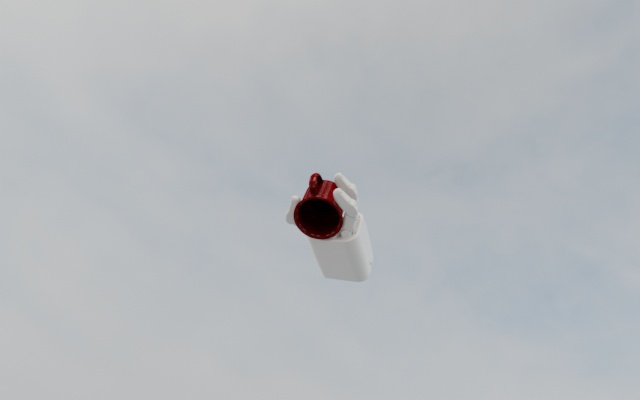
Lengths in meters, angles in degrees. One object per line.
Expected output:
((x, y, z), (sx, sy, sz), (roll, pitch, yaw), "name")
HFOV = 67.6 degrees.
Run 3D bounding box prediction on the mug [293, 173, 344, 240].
((0.000, 0.002, 0.898), (0.093, 0.117, 0.081), (-8, 28, 18), "mug")
